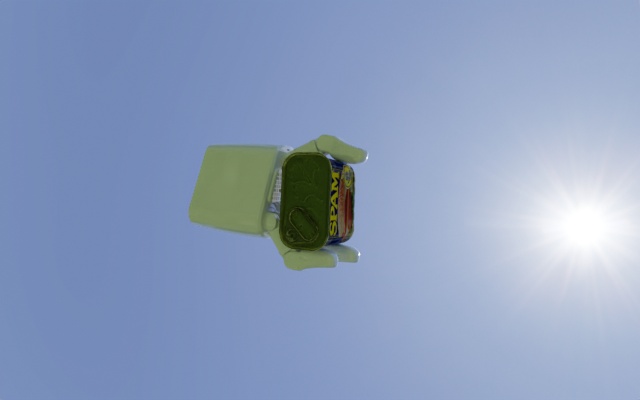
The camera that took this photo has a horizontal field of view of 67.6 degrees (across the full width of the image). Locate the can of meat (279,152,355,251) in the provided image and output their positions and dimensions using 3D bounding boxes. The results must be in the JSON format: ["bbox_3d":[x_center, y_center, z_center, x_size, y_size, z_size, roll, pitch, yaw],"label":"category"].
[{"bbox_3d":[0.000,0.002,0.530,0.057,0.102,0.084,2,0,24],"label":"can of meat"}]
